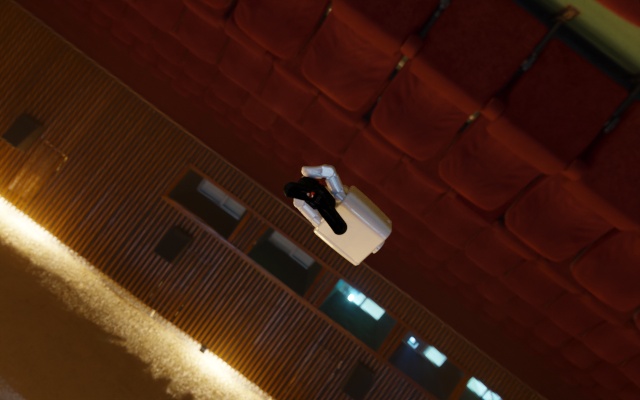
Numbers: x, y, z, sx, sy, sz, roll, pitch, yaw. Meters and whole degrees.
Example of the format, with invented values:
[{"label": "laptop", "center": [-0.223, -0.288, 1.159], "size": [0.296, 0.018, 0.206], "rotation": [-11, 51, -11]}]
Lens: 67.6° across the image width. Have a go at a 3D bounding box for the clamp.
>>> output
[{"label": "clamp", "center": [0.000, 0.003, 0.814], "size": [0.039, 0.120, 0.171], "rotation": [-44, 2, 14]}]
